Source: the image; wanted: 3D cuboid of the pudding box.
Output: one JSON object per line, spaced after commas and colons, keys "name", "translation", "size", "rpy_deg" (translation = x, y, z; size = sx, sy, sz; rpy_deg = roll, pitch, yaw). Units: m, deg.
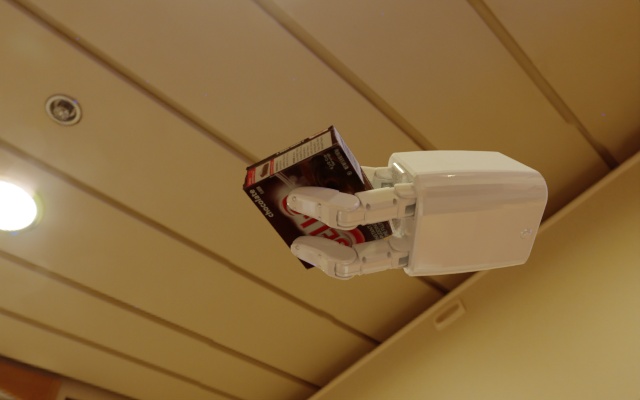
{"name": "pudding box", "translation": [0.000, 0.001, 0.421], "size": [0.090, 0.113, 0.039], "rpy_deg": [-25, 33, 14]}
